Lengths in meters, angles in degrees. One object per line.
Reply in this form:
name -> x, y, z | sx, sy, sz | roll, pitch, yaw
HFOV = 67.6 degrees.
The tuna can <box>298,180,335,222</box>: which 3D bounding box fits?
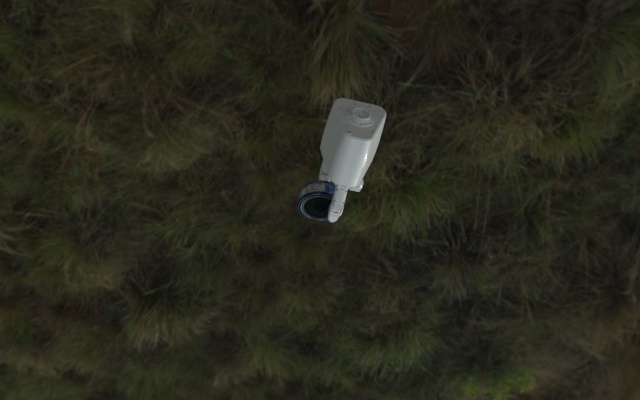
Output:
tuna can -> 0.000, 0.003, 0.898 | 0.086, 0.033, 0.086 | 2, -41, 2
